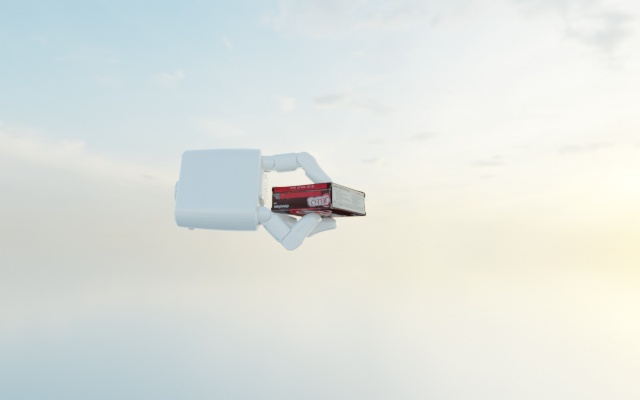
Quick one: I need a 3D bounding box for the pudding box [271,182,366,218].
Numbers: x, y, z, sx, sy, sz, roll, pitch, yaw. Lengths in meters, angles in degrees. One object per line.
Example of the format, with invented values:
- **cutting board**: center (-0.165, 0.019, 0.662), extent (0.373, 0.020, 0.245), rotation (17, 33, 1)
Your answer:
- **pudding box**: center (0.000, 0.002, 0.644), extent (0.090, 0.039, 0.113), rotation (-3, -6, 28)
